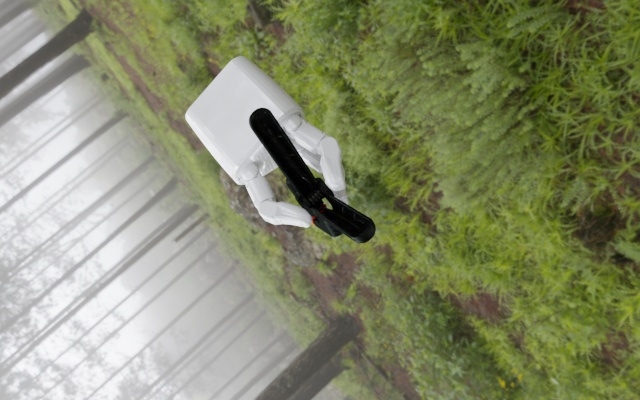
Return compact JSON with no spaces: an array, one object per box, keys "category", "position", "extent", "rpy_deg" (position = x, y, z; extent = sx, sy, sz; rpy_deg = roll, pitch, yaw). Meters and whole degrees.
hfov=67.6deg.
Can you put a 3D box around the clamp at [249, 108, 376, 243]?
[{"category":"clamp","position":[-0.001,0.002,0.524],"extent":[0.036,0.164,0.210],"rpy_deg":[-40,-19,-7]}]
